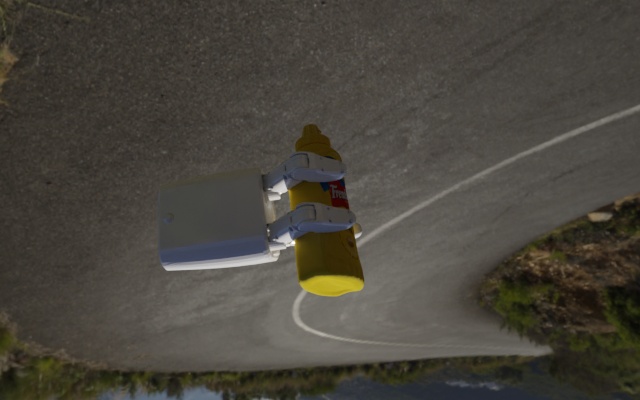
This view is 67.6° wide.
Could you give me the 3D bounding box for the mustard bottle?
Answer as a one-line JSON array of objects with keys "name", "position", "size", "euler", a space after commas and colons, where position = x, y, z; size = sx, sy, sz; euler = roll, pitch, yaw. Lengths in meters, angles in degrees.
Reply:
[{"name": "mustard bottle", "position": [0.000, 0.002, 0.518], "size": [0.058, 0.191, 0.096], "euler": [-19, -26, 22]}]
